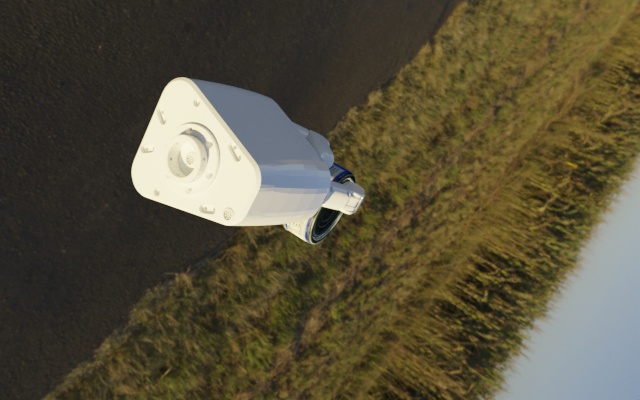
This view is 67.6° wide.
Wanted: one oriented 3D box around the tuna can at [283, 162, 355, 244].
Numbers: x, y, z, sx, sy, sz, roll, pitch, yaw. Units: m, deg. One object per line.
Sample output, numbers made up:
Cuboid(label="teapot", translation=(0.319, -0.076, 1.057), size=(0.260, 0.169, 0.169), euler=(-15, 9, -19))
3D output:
Cuboid(label="tuna can", translation=(0.001, 0.002, 0.491), size=(0.033, 0.086, 0.086), euler=(31, 11, 19))
